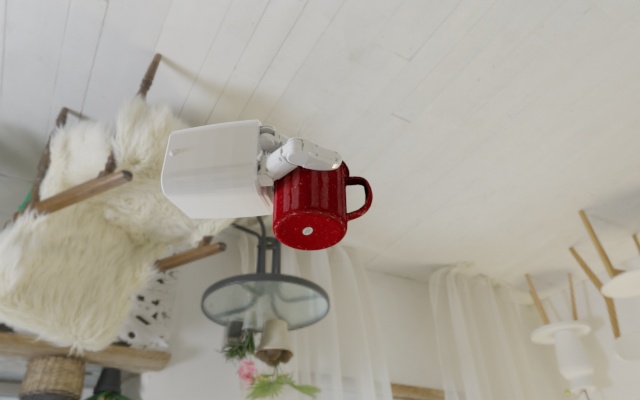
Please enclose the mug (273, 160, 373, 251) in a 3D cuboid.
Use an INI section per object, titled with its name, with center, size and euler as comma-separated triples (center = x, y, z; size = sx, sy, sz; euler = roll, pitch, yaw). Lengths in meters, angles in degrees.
[mug]
center = 0.002, 0.002, 0.533
size = 0.117, 0.081, 0.093
euler = -5, -37, 5
